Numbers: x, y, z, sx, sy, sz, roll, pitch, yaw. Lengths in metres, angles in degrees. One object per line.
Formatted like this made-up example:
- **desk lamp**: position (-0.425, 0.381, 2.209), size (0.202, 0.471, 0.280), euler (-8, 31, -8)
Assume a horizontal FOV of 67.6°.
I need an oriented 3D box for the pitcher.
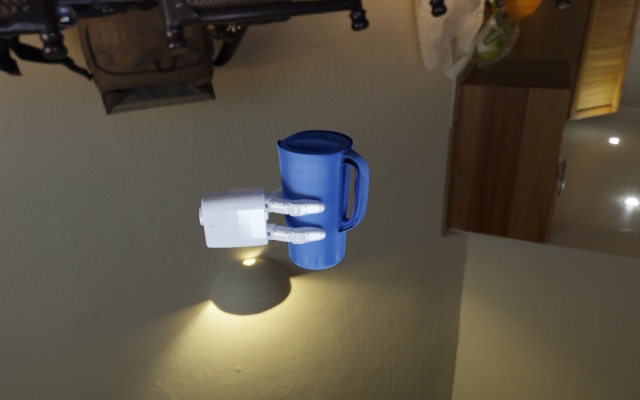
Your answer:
- **pitcher**: position (0.000, 0.003, 0.872), size (0.145, 0.243, 0.149), euler (-5, 26, -9)
